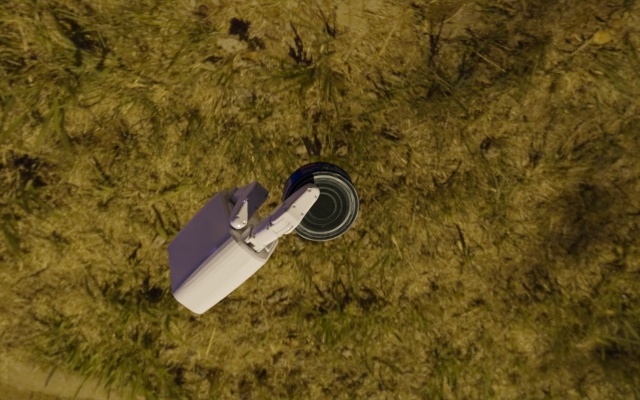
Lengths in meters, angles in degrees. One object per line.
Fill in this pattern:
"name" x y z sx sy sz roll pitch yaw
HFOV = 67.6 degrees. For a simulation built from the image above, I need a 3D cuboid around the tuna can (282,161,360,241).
"tuna can" 0.000 0.002 0.537 0.086 0.086 0.033 0 21 -7
